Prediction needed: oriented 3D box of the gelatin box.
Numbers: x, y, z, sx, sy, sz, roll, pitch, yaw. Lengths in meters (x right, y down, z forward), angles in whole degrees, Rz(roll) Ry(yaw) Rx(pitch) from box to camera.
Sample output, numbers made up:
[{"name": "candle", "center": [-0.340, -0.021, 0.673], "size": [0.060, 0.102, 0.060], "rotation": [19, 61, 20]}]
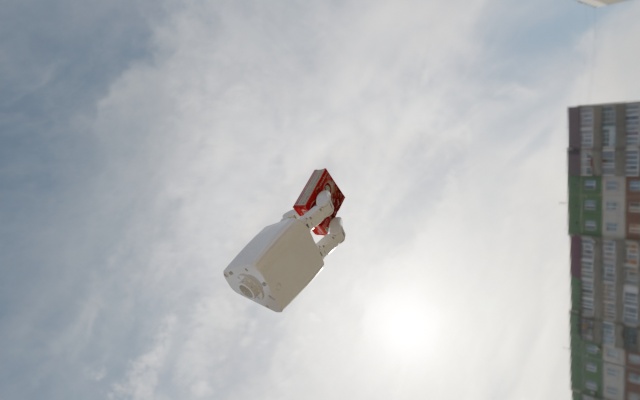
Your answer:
[{"name": "gelatin box", "center": [0.000, 0.002, 0.801], "size": [0.030, 0.089, 0.073], "rotation": [-3, -44, 39]}]
